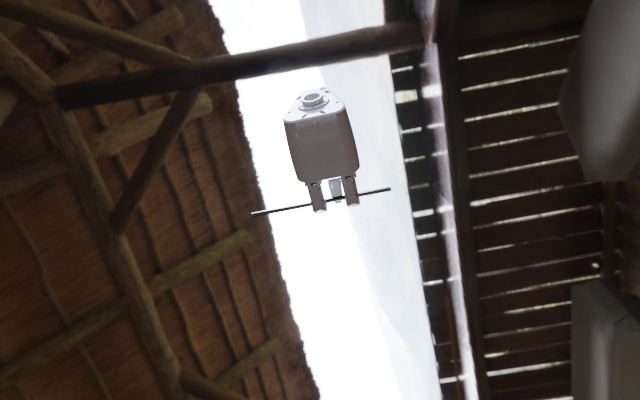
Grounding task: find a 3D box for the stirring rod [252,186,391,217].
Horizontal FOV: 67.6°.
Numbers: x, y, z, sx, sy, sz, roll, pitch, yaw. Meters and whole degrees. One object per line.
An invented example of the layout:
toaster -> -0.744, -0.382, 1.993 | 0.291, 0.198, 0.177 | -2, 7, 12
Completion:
stirring rod -> 0.000, 0.003, 0.809 | 0.239, 0.011, 0.011 | -11, -1, 6
